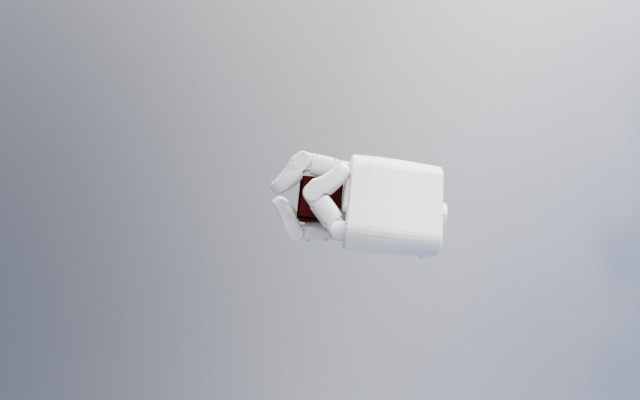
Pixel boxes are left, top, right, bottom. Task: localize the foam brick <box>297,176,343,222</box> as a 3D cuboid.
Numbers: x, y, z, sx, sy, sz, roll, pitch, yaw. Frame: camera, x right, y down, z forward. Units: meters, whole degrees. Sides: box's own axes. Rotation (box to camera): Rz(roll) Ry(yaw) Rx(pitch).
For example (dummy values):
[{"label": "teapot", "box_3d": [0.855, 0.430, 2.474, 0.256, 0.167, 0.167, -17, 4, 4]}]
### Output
[{"label": "foam brick", "box_3d": [0.000, 0.002, 0.592, 0.051, 0.053, 0.078, 5, -5, 1]}]
